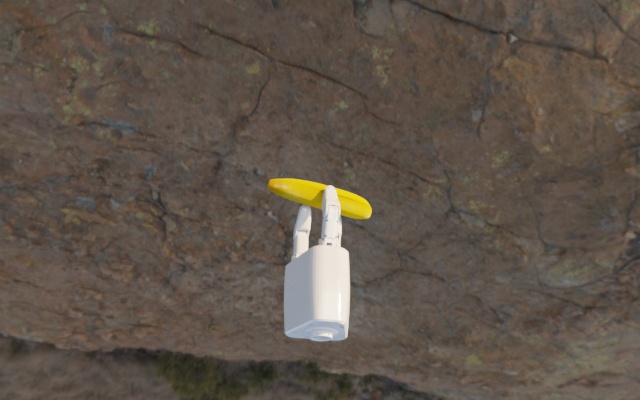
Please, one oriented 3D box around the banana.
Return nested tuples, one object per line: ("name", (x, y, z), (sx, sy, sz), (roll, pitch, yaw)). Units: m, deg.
("banana", (0.014, 0.001, 0.756), (0.198, 0.037, 0.069), (18, -17, -33))
